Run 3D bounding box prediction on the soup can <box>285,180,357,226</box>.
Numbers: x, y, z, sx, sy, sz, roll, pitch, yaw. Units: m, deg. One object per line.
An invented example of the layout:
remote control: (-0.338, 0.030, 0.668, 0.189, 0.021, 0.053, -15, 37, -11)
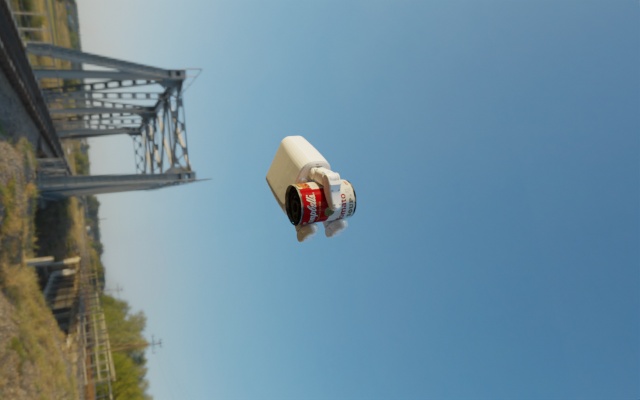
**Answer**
soup can: (0.001, 0.003, 0.797, 0.102, 0.068, 0.068, -7, 3, -26)
